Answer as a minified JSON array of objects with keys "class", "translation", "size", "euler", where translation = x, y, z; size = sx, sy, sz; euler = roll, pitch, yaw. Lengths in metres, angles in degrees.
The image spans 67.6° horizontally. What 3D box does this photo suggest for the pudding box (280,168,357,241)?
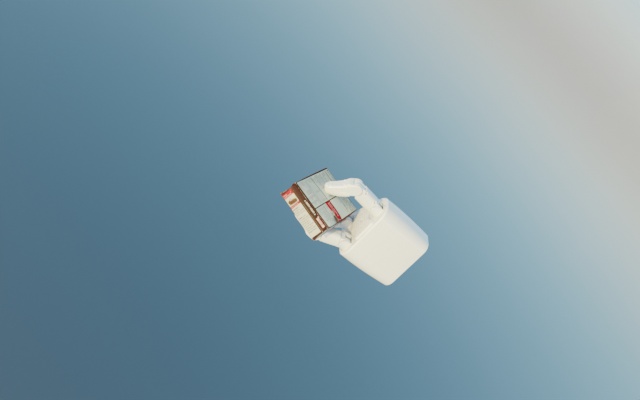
[{"class":"pudding box","translation":[0.000,0.002,0.760],"size":[0.039,0.090,0.113],"euler":[-39,-5,30]}]
